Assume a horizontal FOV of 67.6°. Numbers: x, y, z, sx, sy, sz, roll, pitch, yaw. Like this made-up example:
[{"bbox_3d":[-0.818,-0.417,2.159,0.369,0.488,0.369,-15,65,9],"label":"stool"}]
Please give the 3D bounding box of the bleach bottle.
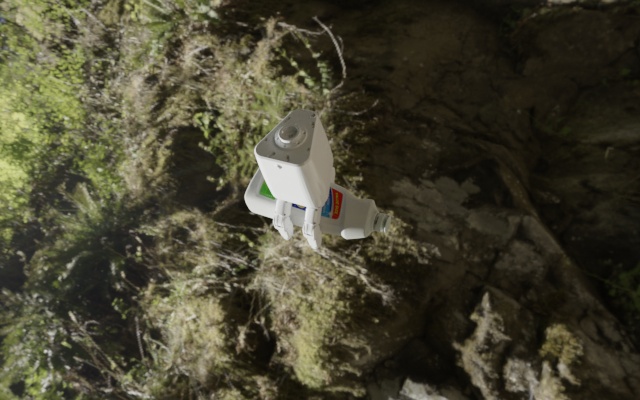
[{"bbox_3d":[0.000,0.003,0.818,0.251,0.102,0.068,15,-29,22],"label":"bleach bottle"}]
